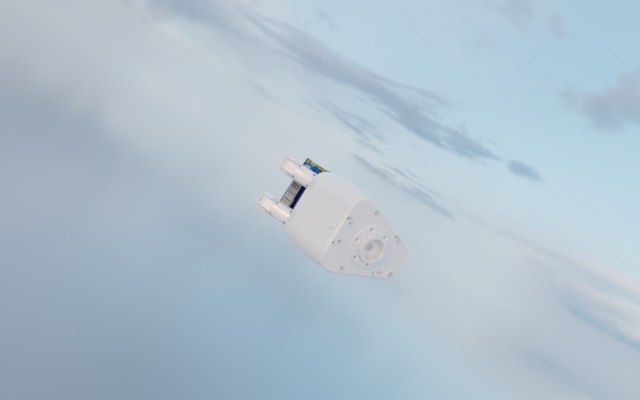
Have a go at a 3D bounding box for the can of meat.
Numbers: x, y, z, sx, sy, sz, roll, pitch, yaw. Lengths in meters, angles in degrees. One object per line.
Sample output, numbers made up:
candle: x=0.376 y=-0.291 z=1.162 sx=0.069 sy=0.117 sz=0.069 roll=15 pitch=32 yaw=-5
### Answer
can of meat: x=0.000 y=0.002 z=0.657 sx=0.102 sy=0.084 sz=0.057 roll=31 pitch=2 yaw=-27
